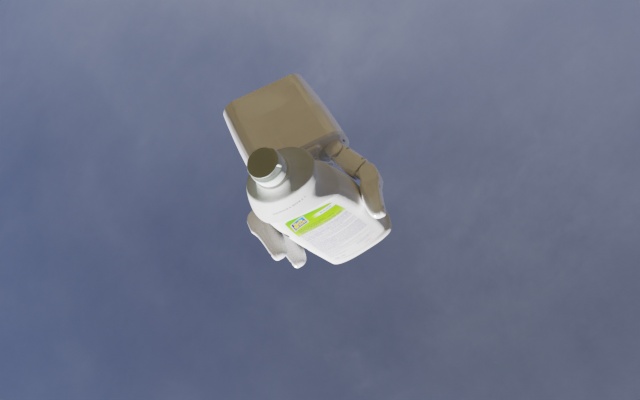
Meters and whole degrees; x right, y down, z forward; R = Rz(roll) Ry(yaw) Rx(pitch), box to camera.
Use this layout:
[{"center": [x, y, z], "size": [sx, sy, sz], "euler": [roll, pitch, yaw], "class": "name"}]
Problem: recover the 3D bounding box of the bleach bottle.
[{"center": [0.000, 0.002, 0.505], "size": [0.102, 0.068, 0.251], "euler": [-35, -26, 6], "class": "bleach bottle"}]
